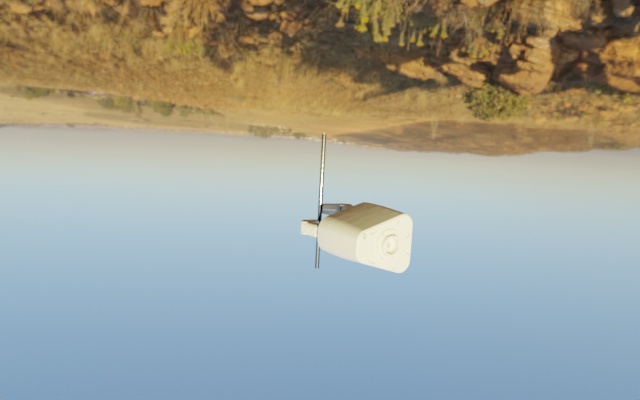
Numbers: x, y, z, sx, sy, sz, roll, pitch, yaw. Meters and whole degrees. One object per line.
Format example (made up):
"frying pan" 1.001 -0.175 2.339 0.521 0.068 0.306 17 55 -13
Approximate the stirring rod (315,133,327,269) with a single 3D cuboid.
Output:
"stirring rod" 0.000 0.003 0.845 0.011 0.239 0.011 3 7 0
